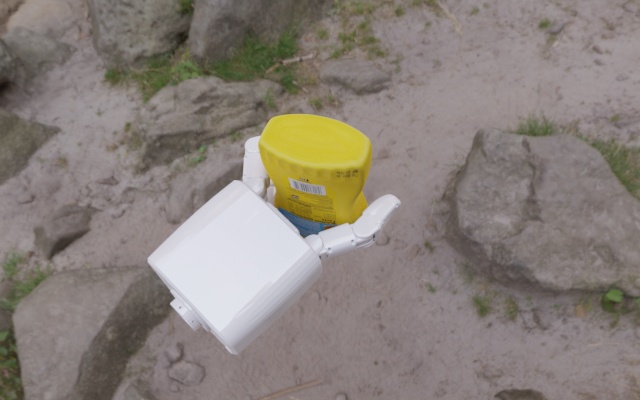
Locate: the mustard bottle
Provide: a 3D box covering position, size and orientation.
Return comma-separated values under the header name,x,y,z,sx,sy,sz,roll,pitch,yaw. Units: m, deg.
name,x,y,z,sx,sy,sz,roll,pitch,yaw
mustard bottle,0.000,0.001,0.474,0.096,0.058,0.192,13,-32,12
